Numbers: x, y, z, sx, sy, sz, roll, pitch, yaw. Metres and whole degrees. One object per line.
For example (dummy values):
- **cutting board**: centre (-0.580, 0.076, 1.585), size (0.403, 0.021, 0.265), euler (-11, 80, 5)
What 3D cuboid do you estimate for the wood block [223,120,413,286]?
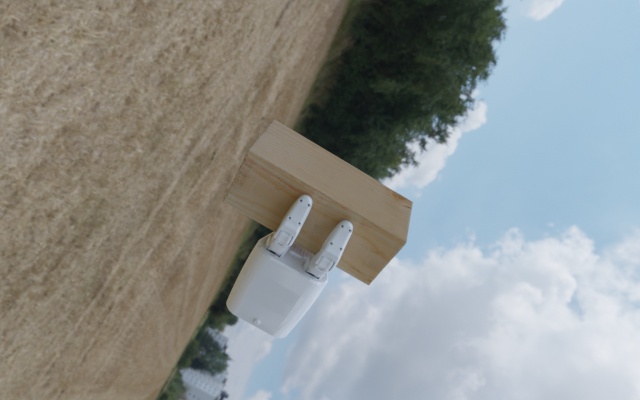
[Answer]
- **wood block**: centre (0.000, 0.002, 0.593), size (0.206, 0.090, 0.090), euler (30, 35, -4)
